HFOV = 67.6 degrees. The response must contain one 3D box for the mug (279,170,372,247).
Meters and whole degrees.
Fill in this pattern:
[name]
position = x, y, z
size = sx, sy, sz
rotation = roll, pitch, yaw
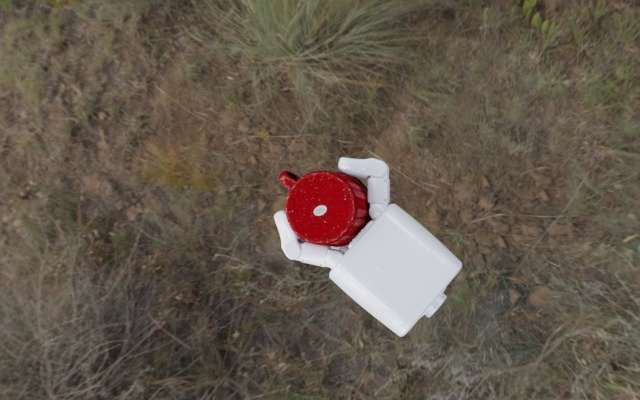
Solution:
[mug]
position = -0.001, 0.001, 0.554
size = 0.117, 0.093, 0.081
rotation = 39, 8, 13
